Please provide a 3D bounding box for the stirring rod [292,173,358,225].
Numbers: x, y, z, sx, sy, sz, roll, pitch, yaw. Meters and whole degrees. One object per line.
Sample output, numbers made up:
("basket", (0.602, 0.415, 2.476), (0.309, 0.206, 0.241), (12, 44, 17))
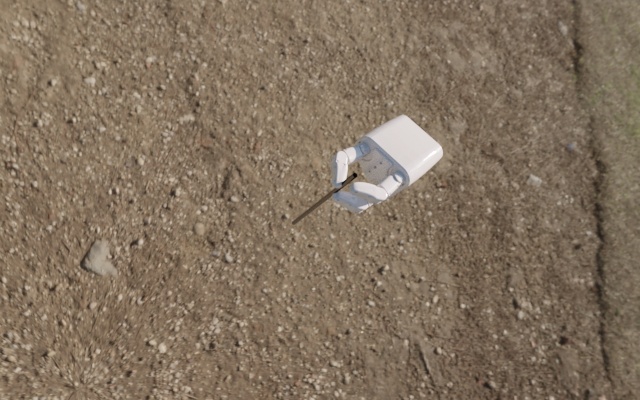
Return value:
("stirring rod", (0.000, 0.003, 0.813), (0.011, 0.011, 0.240), (0, -20, -27))
